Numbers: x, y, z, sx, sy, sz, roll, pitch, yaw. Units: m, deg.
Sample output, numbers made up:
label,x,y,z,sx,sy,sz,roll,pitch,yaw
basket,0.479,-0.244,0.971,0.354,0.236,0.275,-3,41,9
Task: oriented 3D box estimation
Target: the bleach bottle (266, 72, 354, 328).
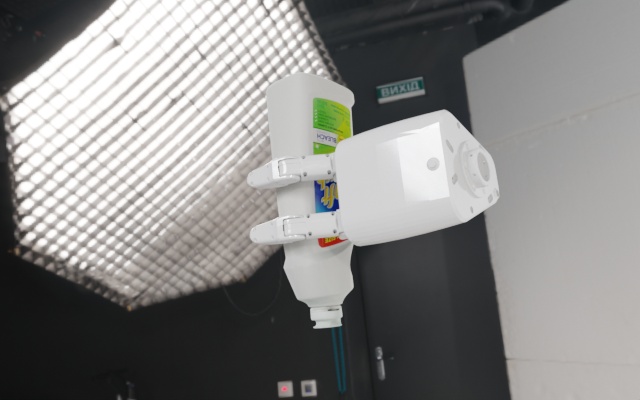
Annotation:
label,x,y,z,sx,sy,sz,roll,pitch,yaw
bleach bottle,0.000,0.002,0.497,0.068,0.250,0.102,-15,-14,38
